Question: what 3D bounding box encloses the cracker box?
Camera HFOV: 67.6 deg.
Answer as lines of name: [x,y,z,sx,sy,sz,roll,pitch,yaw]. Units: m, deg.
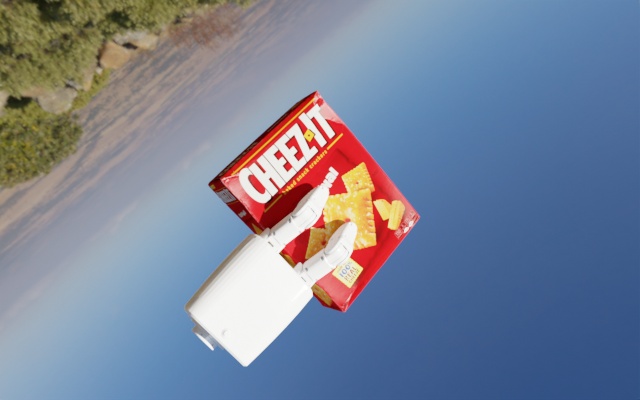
cracker box: [0.000,0.002,0.584,0.164,0.214,0.072,-47,15,-21]
